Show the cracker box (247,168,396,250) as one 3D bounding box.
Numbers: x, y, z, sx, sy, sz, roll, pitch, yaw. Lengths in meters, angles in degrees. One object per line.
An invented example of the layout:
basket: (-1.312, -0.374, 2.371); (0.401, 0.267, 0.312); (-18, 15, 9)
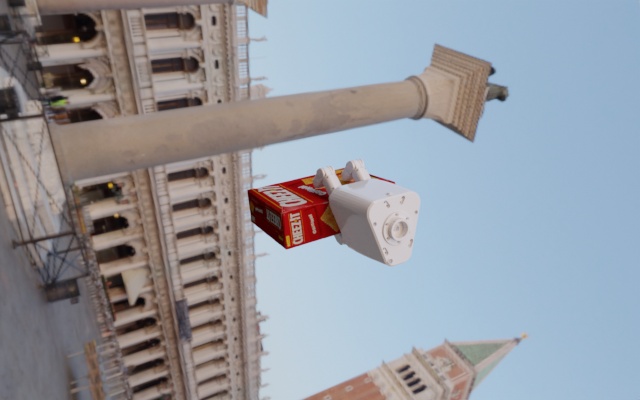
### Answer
cracker box: (0.000, 0.003, 0.836); (0.213, 0.072, 0.164); (-14, 19, -25)
